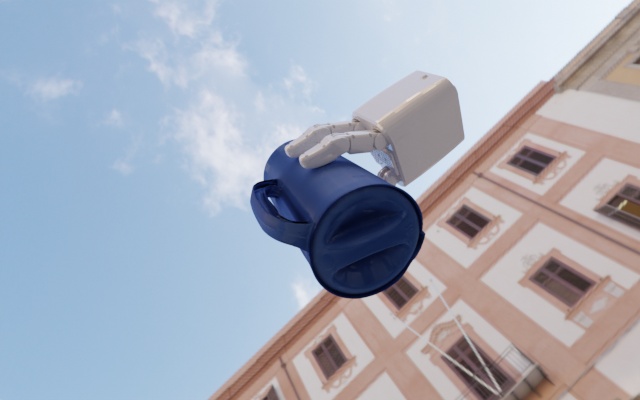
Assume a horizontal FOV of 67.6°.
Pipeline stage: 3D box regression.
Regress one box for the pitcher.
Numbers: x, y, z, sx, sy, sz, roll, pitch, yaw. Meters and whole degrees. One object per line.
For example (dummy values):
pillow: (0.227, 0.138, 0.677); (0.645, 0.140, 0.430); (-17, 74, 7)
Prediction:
pitcher: (0.000, 0.002, 0.590); (0.145, 0.149, 0.242); (-38, 31, -5)
